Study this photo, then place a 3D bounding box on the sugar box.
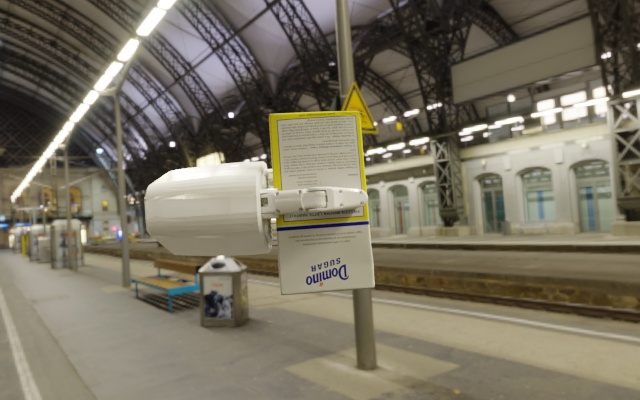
[{"bbox_3d":[0.000,0.001,0.479,0.093,0.176,0.048,-3,-2,-3],"label":"sugar box"}]
